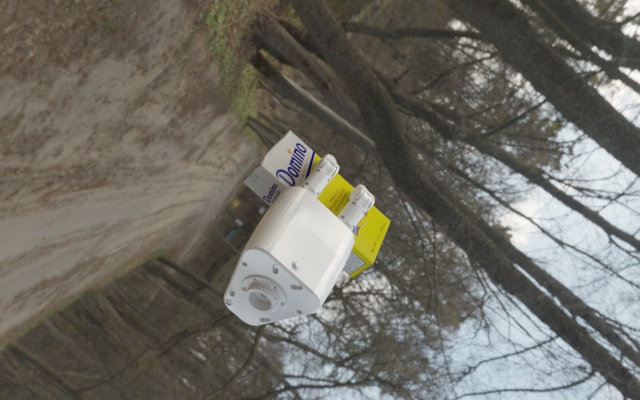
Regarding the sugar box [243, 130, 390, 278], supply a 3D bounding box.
[{"bbox_3d":[0.000,0.002,0.583,0.048,0.176,0.093,-40,11,37],"label":"sugar box"}]
